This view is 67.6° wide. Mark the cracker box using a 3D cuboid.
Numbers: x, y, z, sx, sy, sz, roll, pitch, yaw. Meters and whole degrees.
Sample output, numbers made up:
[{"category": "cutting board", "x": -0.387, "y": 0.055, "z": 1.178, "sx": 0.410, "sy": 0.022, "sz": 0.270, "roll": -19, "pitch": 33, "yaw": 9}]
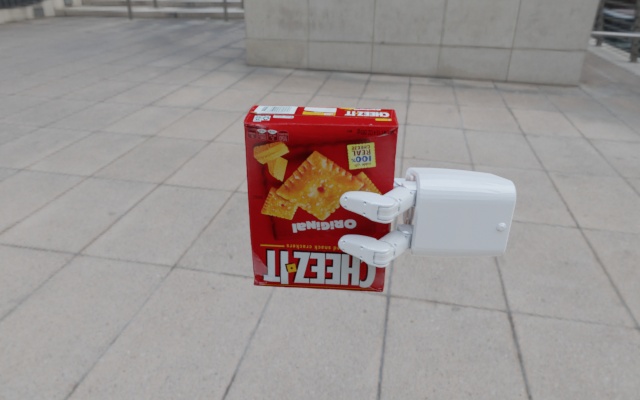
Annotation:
[{"category": "cracker box", "x": 0.000, "y": 0.002, "z": 0.559, "sx": 0.164, "sy": 0.214, "sz": 0.072, "roll": 3, "pitch": 27, "yaw": 3}]
